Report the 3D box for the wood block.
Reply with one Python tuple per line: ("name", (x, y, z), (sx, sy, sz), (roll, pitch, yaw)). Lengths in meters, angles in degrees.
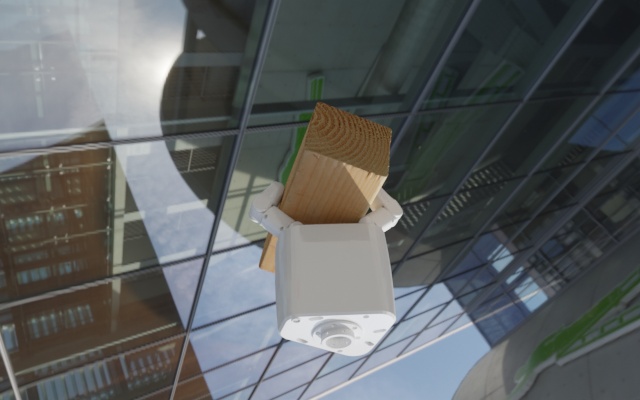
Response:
("wood block", (0.000, 0.002, 0.567), (0.091, 0.090, 0.206), (19, -47, -6))
